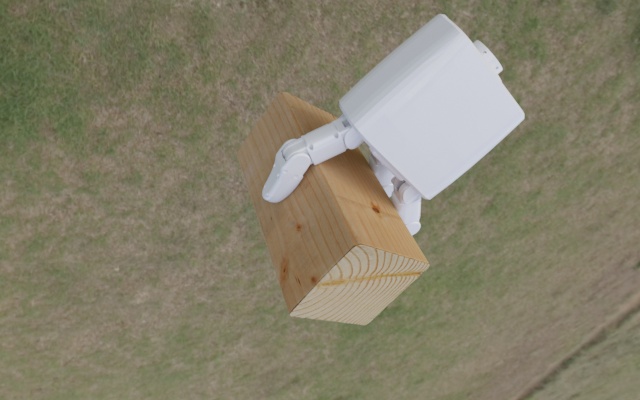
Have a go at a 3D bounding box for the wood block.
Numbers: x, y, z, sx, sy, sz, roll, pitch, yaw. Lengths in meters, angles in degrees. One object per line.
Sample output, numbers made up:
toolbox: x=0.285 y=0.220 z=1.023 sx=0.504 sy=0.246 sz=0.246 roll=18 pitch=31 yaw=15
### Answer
wood block: x=0.000 y=0.001 z=0.450 sx=0.091 sy=0.090 sz=0.206 roll=19 pitch=33 yaw=-38
